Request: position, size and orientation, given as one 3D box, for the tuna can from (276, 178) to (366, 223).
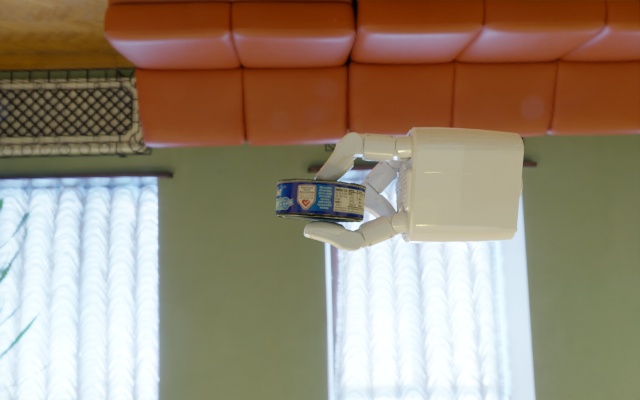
[{"bbox_3d":[0.000,0.002,0.456,0.086,0.033,0.086,4,-5,0],"label":"tuna can"}]
